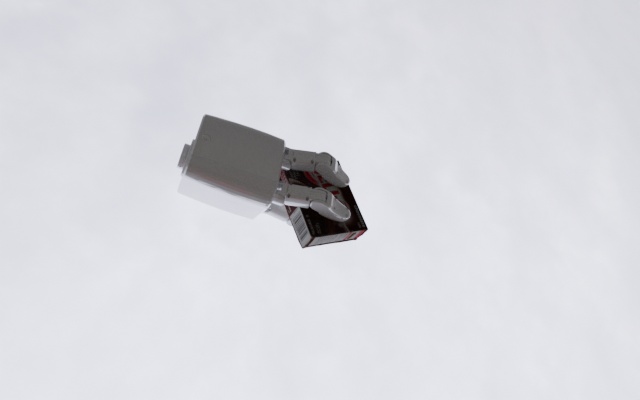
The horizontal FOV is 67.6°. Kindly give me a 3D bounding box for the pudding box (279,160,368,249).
[{"bbox_3d":[0.000,0.002,0.627,0.090,0.113,0.039,-6,-25,-33],"label":"pudding box"}]
